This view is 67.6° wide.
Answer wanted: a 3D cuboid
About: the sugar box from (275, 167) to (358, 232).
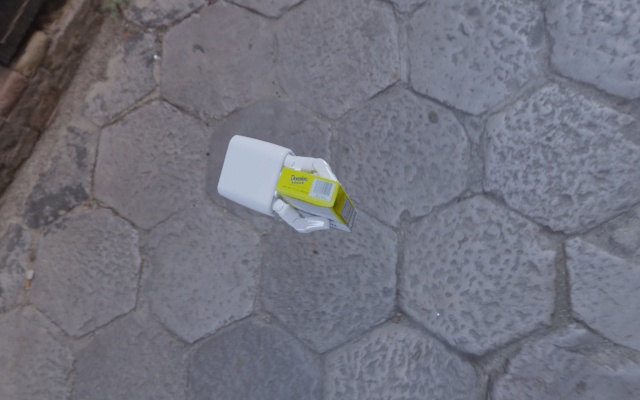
[{"bbox_3d":[0.000,0.002,0.772,0.093,0.048,0.176,17,-8,17],"label":"sugar box"}]
